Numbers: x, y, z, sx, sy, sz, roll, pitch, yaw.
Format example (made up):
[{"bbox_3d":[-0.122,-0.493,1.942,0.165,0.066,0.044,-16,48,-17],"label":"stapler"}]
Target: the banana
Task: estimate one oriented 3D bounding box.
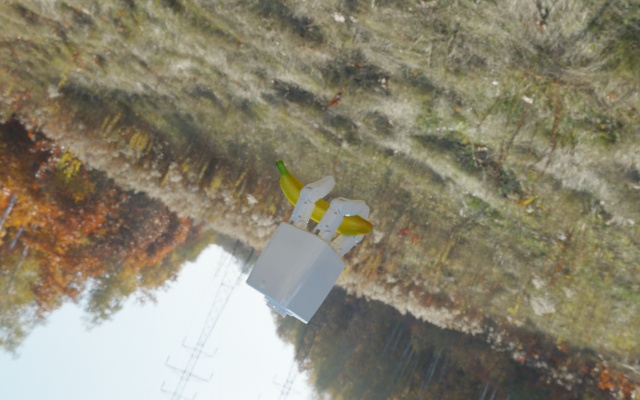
[{"bbox_3d":[0.000,0.010,0.756,0.197,0.037,0.070,34,-21,24],"label":"banana"}]
